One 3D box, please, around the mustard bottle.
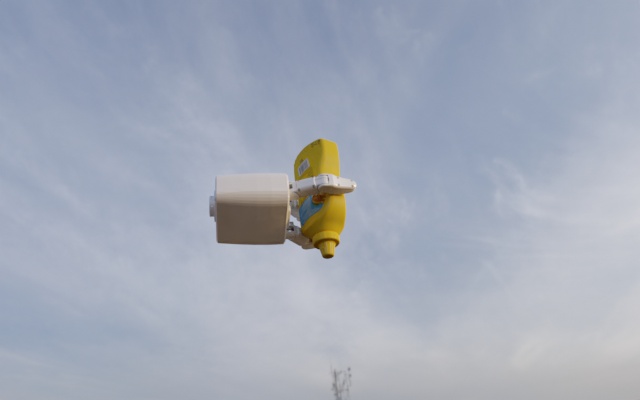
[{"bbox_3d":[0.000,0.002,0.754,0.058,0.191,0.096,15,-38,-31],"label":"mustard bottle"}]
